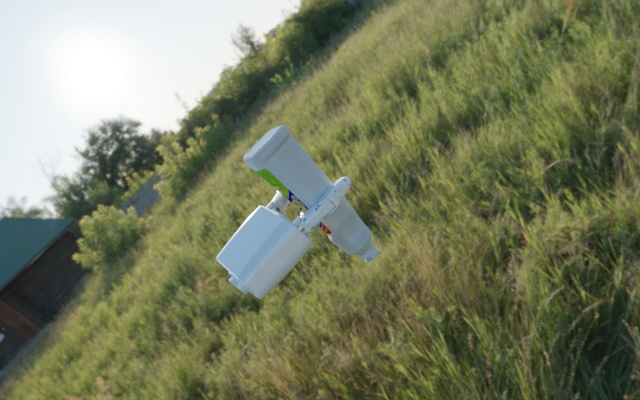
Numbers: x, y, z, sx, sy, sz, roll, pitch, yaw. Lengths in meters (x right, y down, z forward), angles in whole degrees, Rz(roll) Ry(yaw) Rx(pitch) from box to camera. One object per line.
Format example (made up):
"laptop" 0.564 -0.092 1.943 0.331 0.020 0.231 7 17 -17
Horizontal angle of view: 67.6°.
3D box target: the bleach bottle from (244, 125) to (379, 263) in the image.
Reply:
"bleach bottle" 0.000 0.002 0.714 0.251 0.068 0.102 45 -14 -16
